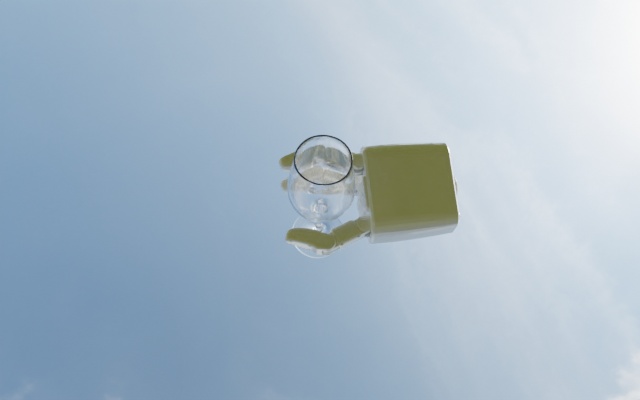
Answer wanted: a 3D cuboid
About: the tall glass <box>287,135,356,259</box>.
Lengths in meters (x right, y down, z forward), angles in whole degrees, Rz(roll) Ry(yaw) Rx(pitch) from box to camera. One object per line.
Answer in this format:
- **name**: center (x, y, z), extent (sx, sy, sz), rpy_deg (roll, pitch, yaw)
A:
- **tall glass**: center (0.000, 0.002, 0.579), extent (0.079, 0.079, 0.201), rpy_deg (0, -26, -2)
